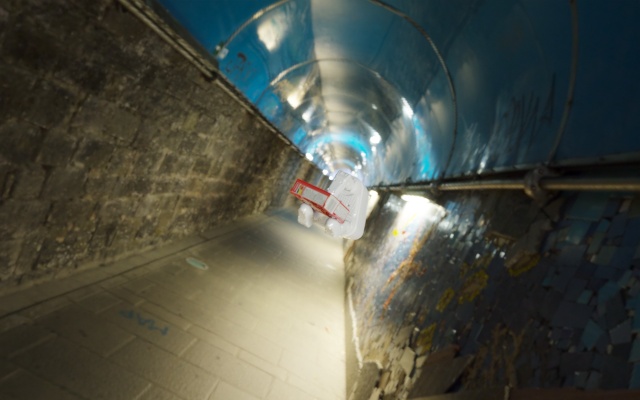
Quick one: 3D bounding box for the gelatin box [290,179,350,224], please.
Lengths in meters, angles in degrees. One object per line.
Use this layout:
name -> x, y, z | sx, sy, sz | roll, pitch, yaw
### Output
gelatin box -> 0.000, 0.002, 0.808 | 0.073, 0.030, 0.089 | 26, -8, 30
